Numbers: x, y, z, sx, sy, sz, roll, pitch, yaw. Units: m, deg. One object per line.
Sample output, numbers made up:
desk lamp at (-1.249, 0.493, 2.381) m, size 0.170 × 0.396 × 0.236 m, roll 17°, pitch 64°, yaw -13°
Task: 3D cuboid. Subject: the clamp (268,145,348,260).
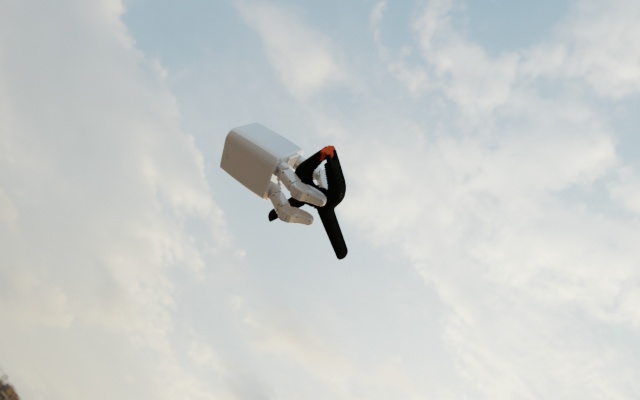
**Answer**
clamp at (0.000, 0.002, 0.813) m, size 0.164 × 0.210 × 0.036 m, roll 32°, pitch 42°, yaw 10°
